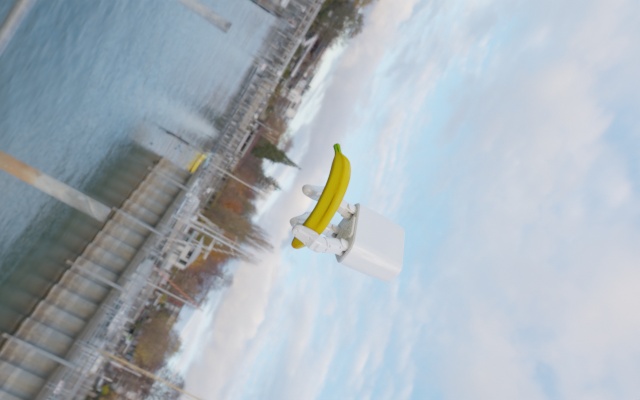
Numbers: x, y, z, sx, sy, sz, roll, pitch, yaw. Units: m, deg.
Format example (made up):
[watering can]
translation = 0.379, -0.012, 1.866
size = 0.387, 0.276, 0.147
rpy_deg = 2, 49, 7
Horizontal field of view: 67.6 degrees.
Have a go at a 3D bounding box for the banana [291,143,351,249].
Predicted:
[banana]
translation = 0.006, 0.005, 0.798
size = 0.037, 0.198, 0.069
rpy_deg = 22, 9, -21
